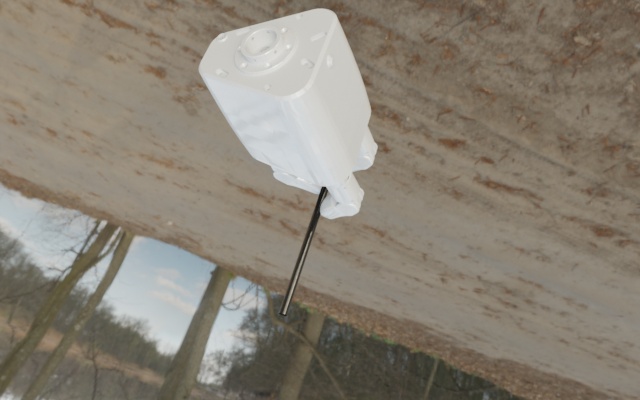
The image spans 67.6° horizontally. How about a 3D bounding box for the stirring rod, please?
[{"bbox_3d":[0.000,0.001,0.488,0.011,0.239,0.011,15,-26,7],"label":"stirring rod"}]
